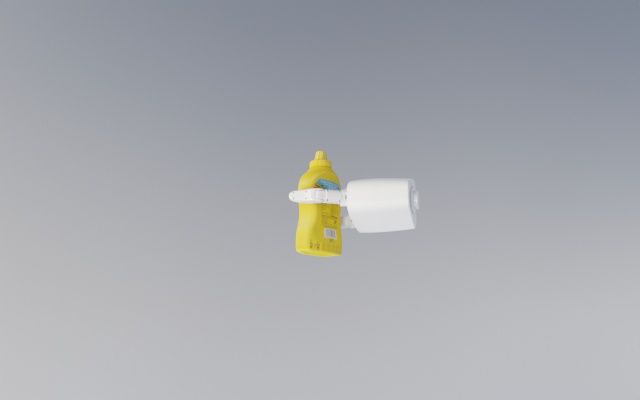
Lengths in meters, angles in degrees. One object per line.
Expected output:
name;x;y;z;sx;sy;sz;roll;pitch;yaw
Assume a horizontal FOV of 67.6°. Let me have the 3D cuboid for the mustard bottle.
mustard bottle;0.000;0.003;0.868;0.058;0.191;0.096;-10;-17;41
